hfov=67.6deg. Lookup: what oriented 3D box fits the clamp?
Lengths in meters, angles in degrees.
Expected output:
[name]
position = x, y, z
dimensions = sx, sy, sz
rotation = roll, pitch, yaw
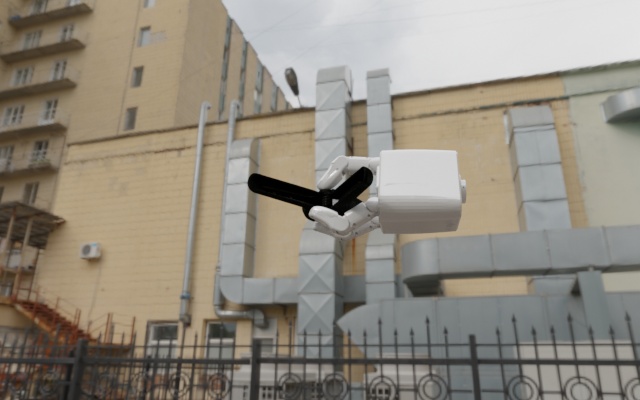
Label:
[clamp]
position = 0.001, 0.002, 0.678
dimensions = 0.164, 0.036, 0.210
rotation = 1, -19, 12
